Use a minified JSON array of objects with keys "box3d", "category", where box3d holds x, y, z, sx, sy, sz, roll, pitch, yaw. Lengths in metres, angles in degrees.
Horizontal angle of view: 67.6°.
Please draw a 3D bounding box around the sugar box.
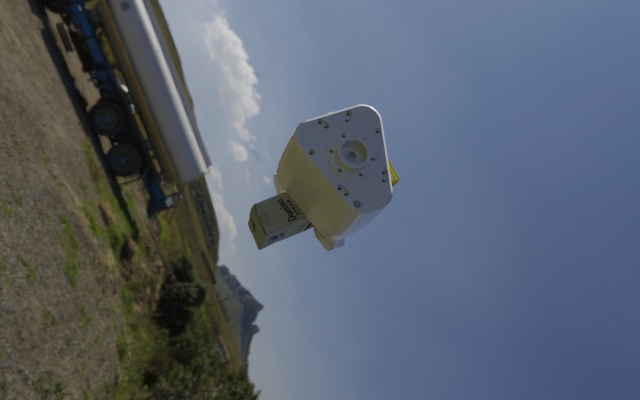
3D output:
[{"box3d":[0.000,0.001,0.590,0.176,0.048,0.093,-20,-11,-17],"category":"sugar box"}]
